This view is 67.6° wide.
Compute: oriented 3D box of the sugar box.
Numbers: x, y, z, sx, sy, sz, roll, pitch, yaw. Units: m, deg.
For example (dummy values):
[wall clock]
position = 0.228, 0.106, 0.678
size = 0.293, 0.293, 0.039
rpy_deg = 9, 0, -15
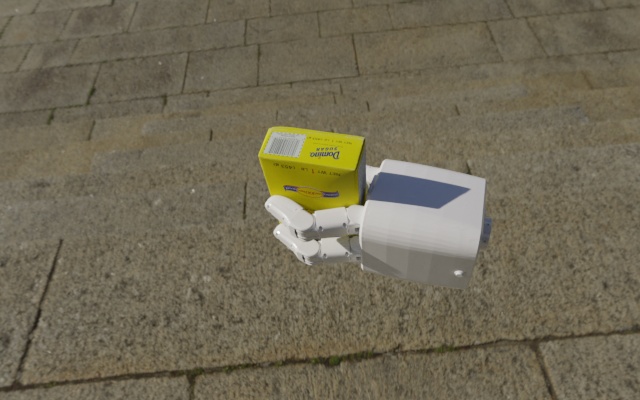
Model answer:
[sugar box]
position = 0.000, 0.002, 0.495
size = 0.093, 0.048, 0.176
rpy_deg = 10, -35, 14
